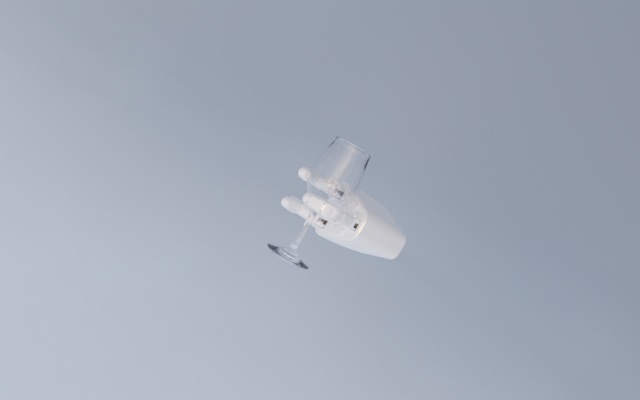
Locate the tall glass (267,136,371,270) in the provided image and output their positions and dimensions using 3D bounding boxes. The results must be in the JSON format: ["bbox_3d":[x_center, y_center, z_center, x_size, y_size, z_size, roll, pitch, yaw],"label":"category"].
[{"bbox_3d":[0.000,0.003,0.739,0.079,0.201,0.079,31,3,-2],"label":"tall glass"}]
